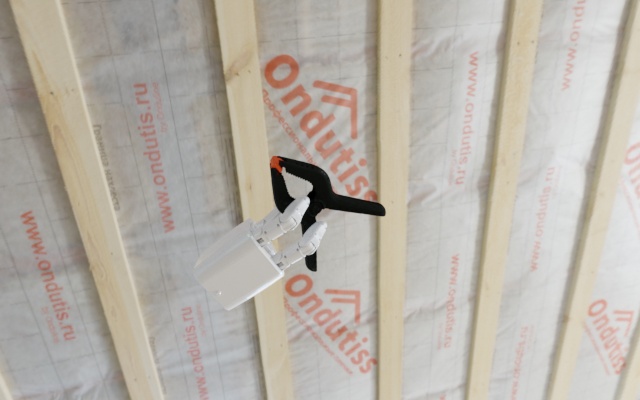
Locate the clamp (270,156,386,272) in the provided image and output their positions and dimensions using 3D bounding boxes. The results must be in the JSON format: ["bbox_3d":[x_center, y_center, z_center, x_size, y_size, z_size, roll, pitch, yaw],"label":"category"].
[{"bbox_3d":[-0.001,0.002,0.762,0.164,0.210,0.036,-34,29,1],"label":"clamp"}]
